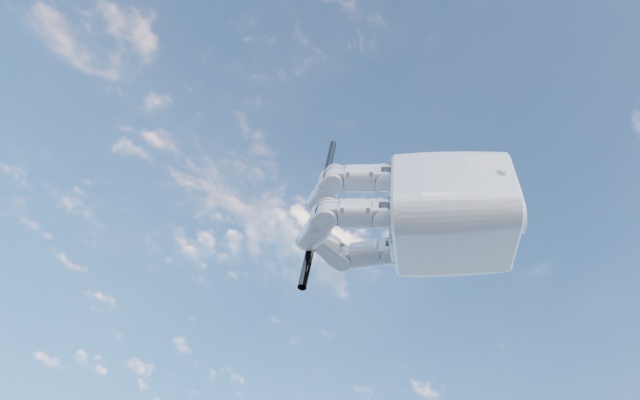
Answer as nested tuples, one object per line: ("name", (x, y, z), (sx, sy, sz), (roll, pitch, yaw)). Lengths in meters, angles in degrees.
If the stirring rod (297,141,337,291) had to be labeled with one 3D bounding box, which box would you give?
("stirring rod", (0.000, 0.002, 0.503), (0.011, 0.011, 0.239), (0, 37, 10))
